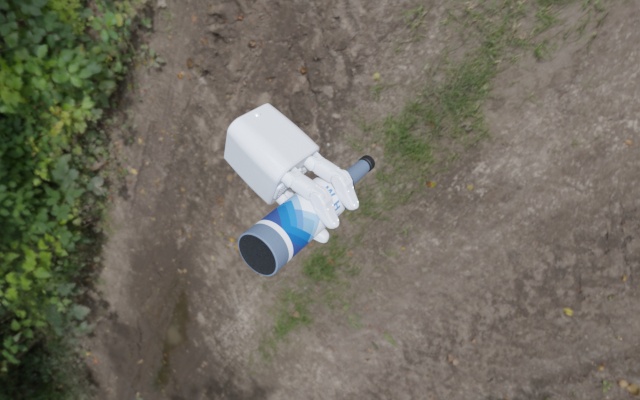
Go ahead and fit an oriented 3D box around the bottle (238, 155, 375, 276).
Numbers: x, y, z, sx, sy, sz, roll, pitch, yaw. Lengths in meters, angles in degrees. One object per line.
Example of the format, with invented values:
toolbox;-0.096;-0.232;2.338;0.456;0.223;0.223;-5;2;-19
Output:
bottle;0.000;0.003;0.716;0.069;0.069;0.295;0;27;39
